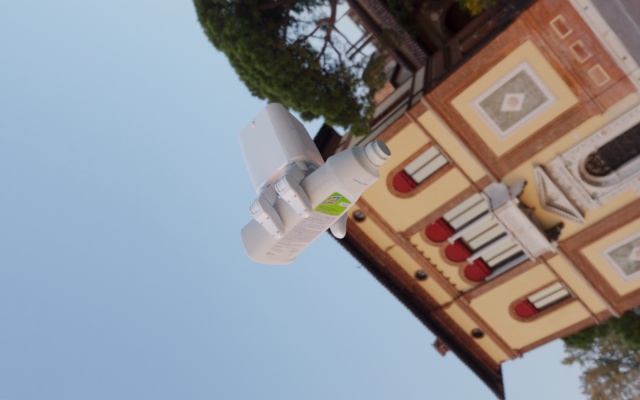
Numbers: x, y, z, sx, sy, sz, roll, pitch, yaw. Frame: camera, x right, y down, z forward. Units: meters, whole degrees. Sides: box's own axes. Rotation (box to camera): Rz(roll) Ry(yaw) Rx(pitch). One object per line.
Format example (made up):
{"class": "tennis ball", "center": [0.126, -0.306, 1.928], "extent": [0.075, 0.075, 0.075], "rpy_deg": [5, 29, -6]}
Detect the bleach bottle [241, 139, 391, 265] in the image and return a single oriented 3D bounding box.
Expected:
{"class": "bleach bottle", "center": [0.000, 0.002, 0.672], "extent": [0.251, 0.068, 0.102], "rpy_deg": [-39, -28, 29]}
